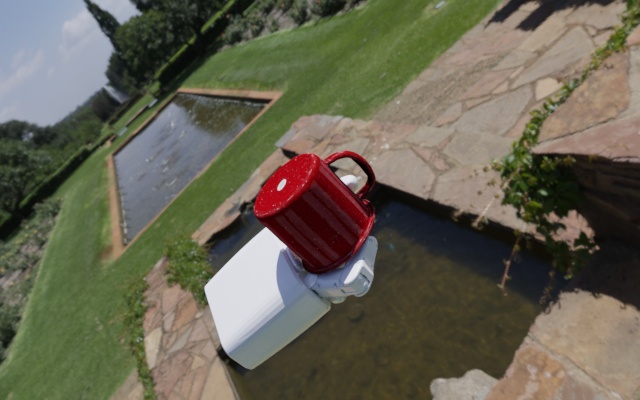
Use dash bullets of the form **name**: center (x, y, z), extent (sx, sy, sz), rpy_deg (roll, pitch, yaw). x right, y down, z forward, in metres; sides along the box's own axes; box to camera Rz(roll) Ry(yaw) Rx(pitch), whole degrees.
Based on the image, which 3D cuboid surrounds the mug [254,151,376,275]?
- **mug**: center (0.001, 0.000, 0.454), extent (0.081, 0.117, 0.093), rpy_deg (45, 7, -25)
